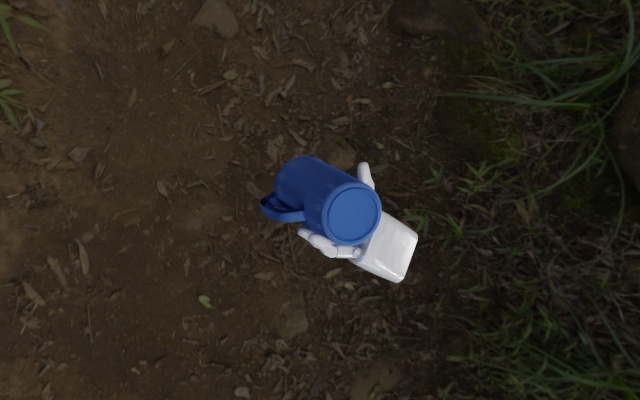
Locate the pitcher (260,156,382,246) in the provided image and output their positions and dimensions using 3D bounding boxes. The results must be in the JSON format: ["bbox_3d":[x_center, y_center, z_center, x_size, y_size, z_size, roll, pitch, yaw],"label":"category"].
[{"bbox_3d":[0.000,0.003,0.864,0.145,0.149,0.242,32,-1,-24],"label":"pitcher"}]
